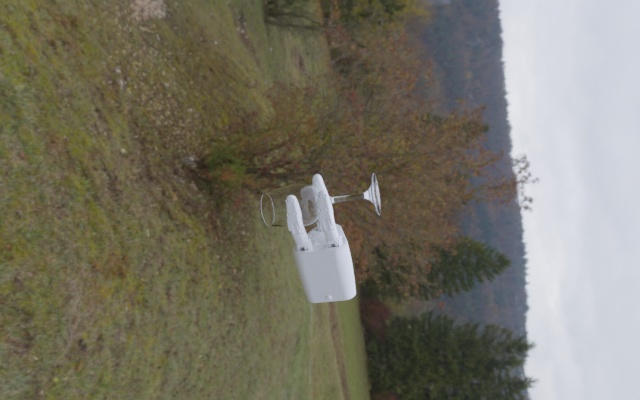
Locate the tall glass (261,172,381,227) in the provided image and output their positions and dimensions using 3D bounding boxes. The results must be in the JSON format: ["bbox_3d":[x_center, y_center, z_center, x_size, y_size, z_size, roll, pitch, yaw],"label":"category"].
[{"bbox_3d":[0.001,0.002,0.835,0.201,0.079,0.079,-8,-2,14],"label":"tall glass"}]
